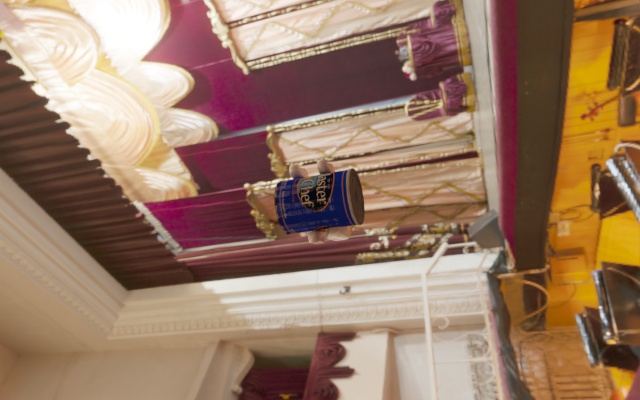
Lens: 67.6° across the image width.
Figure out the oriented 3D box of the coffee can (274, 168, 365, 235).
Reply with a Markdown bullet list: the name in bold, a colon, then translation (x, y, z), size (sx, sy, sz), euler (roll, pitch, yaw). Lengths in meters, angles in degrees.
- **coffee can**: translation (0.000, 0.003, 0.869), size (0.140, 0.103, 0.103), euler (-9, -3, 17)
